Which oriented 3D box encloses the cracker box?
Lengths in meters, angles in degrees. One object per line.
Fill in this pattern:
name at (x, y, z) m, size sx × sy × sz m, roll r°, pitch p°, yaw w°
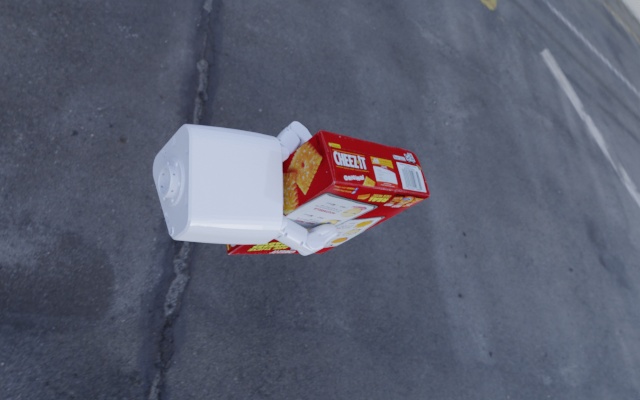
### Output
cracker box at (0.000, 0.002, 0.600) m, size 0.164 × 0.072 × 0.214 m, roll 5°, pitch -27°, yaw -41°
